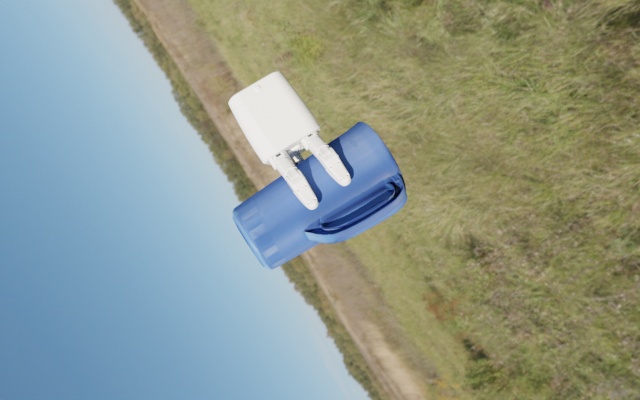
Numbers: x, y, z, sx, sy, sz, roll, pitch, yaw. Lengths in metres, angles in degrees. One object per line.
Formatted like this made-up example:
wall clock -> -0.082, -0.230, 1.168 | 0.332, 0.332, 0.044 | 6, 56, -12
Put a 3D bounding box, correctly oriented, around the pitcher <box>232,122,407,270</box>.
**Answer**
pitcher -> 0.000, 0.002, 0.707 | 0.243, 0.145, 0.149 | -32, -5, -6
